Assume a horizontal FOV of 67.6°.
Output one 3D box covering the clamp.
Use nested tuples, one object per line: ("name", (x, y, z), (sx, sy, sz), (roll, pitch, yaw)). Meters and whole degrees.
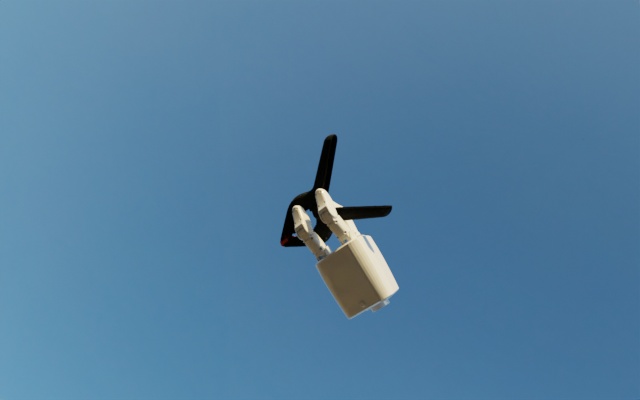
("clamp", (0.000, 0.003, 0.811), (0.210, 0.164, 0.036), (-37, -16, 27))
